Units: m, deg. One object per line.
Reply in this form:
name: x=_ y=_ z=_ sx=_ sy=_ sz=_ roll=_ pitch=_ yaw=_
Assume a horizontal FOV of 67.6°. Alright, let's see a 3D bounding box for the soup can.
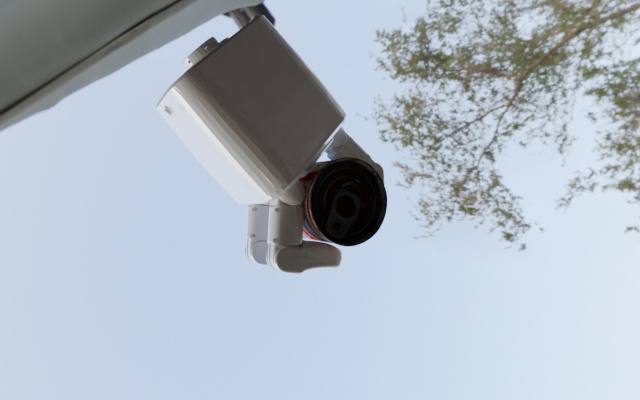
soup can: x=0.000 y=0.002 z=0.407 sx=0.068 sy=0.068 sz=0.102 roll=0 pitch=0 yaw=-26
